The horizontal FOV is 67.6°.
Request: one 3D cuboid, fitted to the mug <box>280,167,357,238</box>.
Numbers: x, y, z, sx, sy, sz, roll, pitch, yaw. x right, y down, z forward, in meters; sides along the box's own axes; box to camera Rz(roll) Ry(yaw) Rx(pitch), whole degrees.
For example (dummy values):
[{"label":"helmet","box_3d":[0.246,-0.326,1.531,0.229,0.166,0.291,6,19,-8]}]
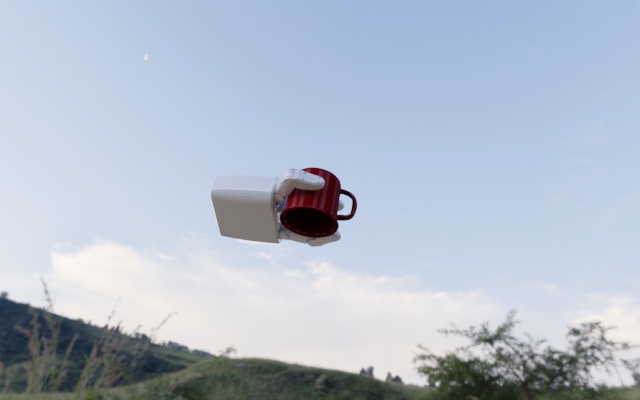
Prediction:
[{"label":"mug","box_3d":[0.002,0.002,0.757,0.117,0.081,0.093,5,-33,9]}]
